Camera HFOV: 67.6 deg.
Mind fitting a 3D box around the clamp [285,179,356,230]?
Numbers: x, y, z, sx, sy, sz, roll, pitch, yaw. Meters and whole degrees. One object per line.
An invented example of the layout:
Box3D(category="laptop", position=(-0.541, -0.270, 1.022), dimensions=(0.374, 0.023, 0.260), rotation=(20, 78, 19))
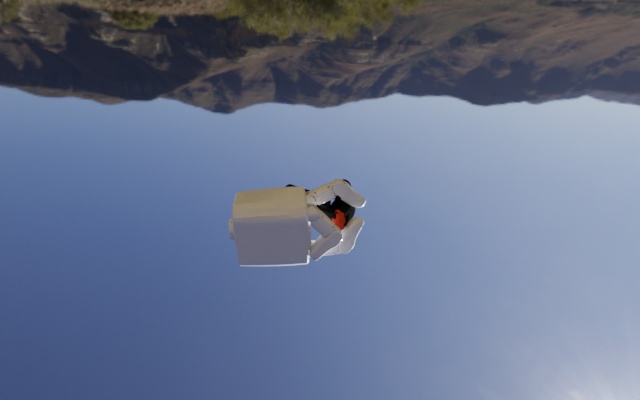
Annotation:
Box3D(category="clamp", position=(0.000, 0.003, 0.786), dimensions=(0.120, 0.039, 0.171), rotation=(-8, 19, -2))
